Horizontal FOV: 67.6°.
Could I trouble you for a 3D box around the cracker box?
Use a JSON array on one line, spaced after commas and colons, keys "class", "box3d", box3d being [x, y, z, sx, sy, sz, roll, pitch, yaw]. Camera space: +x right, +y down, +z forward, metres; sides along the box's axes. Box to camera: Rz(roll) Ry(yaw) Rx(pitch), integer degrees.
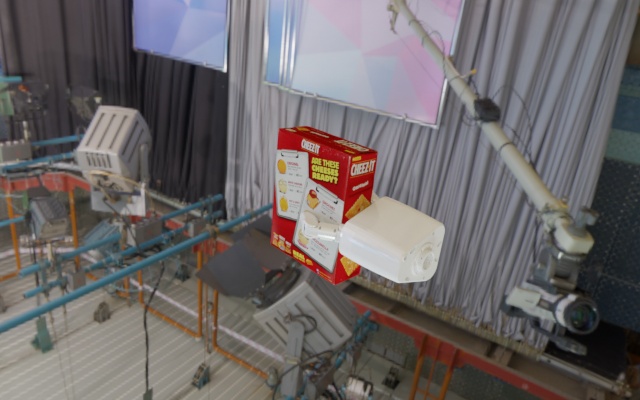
[{"class": "cracker box", "box3d": [0.000, 0.003, 0.774, 0.072, 0.214, 0.164, -15, 30, -42]}]
